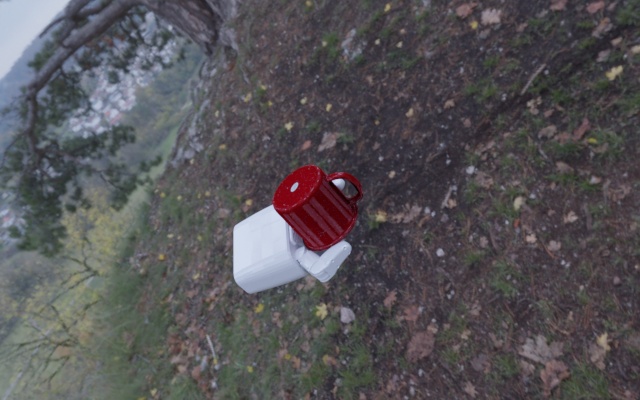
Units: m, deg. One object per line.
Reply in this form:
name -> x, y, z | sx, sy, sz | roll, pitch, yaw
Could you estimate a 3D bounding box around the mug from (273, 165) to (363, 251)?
mug -> 0.001, 0.001, 0.633 | 0.117, 0.093, 0.081 | -28, -55, 22
